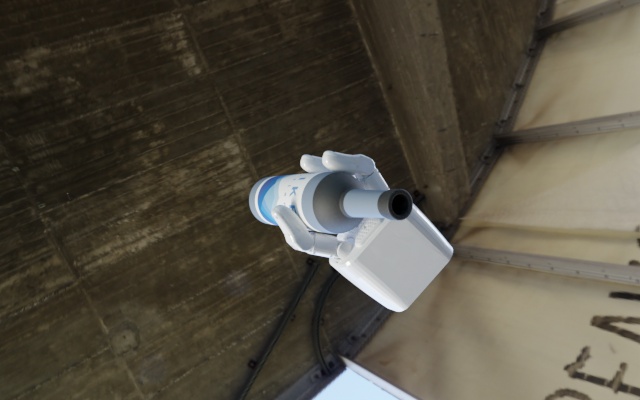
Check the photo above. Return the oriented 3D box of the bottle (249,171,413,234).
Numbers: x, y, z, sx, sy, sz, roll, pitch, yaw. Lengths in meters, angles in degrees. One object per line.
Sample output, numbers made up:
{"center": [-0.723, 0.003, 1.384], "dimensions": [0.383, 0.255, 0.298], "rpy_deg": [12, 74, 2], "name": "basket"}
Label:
{"center": [0.000, 0.002, 0.539], "dimensions": [0.069, 0.069, 0.295], "rpy_deg": [0, 1, -28], "name": "bottle"}
